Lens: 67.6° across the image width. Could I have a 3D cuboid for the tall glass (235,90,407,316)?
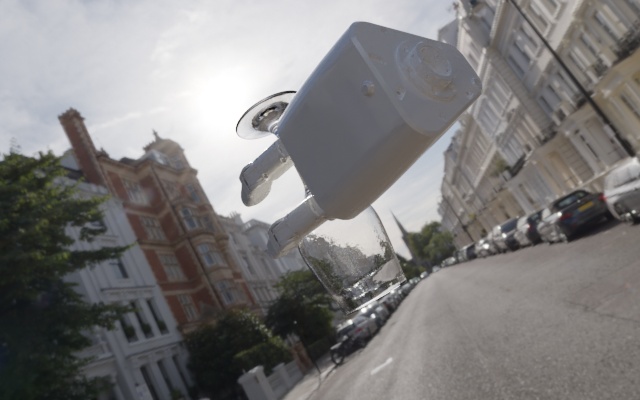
[{"bbox_3d":[0.000,0.001,0.436,0.079,0.201,0.079,-28,-14,-8],"label":"tall glass"}]
